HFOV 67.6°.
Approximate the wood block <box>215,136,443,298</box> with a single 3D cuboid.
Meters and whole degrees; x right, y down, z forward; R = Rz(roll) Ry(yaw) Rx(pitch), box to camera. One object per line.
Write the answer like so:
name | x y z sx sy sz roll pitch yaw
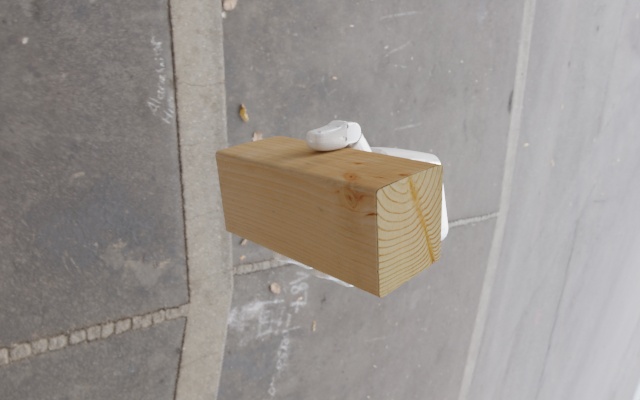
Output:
wood block | 0.000 0.001 0.448 0.206 0.091 0.090 16 27 43
